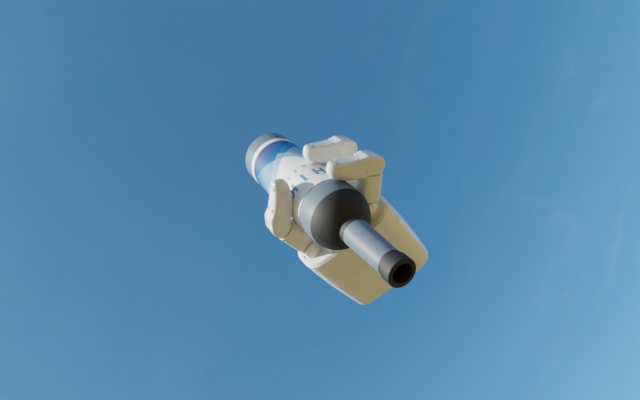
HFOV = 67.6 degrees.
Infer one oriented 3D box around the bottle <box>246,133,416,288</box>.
[{"bbox_3d":[0.000,0.001,0.499,0.069,0.069,0.295,0,23,-29],"label":"bottle"}]
